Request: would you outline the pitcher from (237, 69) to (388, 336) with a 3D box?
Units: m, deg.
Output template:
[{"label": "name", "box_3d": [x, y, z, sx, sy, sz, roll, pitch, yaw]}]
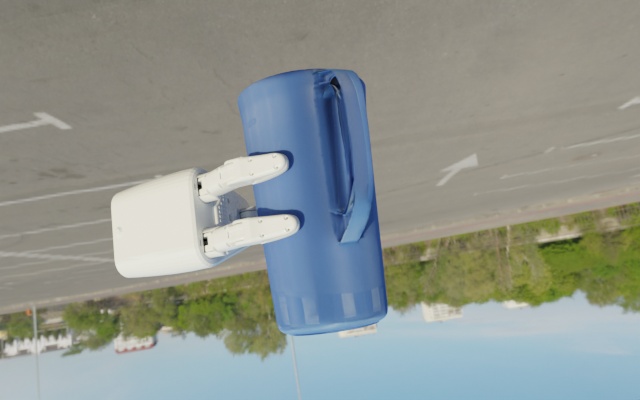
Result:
[{"label": "pitcher", "box_3d": [0.000, 0.002, 0.468, 0.145, 0.242, 0.149, -11, -10, 18]}]
